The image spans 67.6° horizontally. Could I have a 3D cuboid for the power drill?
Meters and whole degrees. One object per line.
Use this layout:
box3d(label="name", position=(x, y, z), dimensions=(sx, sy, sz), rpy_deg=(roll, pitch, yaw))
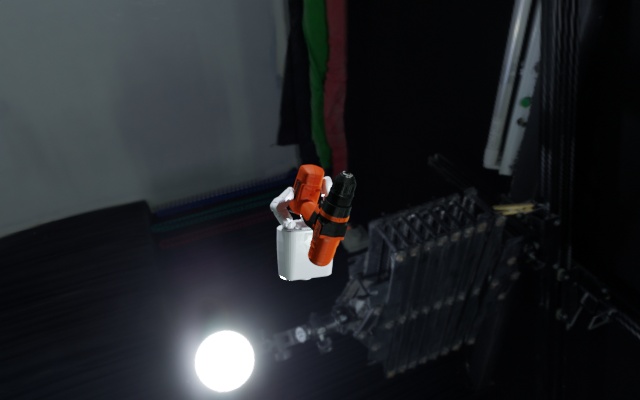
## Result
box3d(label="power drill", position=(0.000, 0.003, 0.898), dimensions=(0.057, 0.184, 0.187), rpy_deg=(10, 24, -22))
